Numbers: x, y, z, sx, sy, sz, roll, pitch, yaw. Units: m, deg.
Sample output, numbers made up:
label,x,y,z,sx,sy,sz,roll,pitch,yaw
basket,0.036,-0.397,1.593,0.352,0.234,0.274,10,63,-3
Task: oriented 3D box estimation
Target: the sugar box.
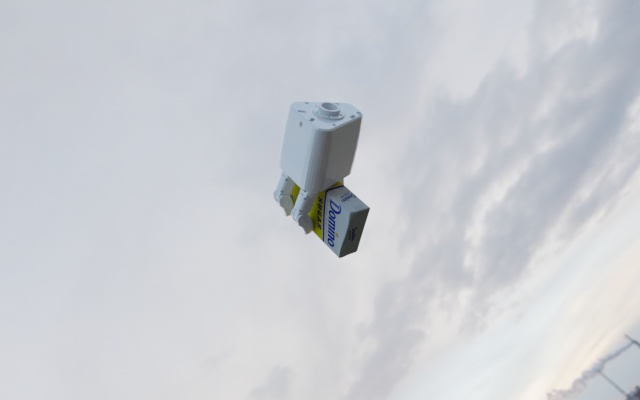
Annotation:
label,x,y,z,sx,sy,sz,roll,pitch,yaw
sugar box,0.000,0.002,0.778,0.048,0.093,0.176,-15,43,-33
